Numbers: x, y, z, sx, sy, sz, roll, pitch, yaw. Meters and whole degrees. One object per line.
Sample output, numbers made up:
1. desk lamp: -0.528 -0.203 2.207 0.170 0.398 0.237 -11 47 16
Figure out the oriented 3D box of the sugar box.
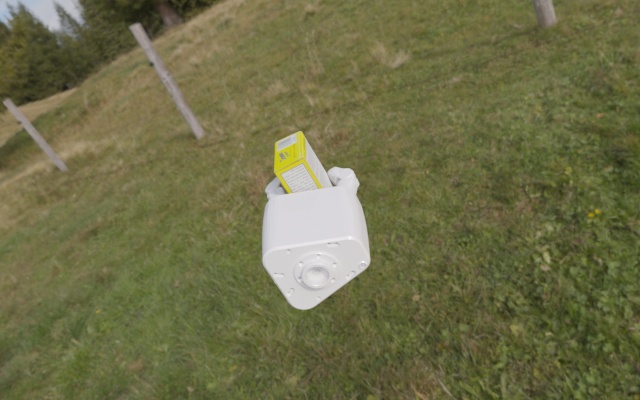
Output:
1. sugar box: 0.000 0.002 0.634 0.048 0.176 0.093 -24 28 10
